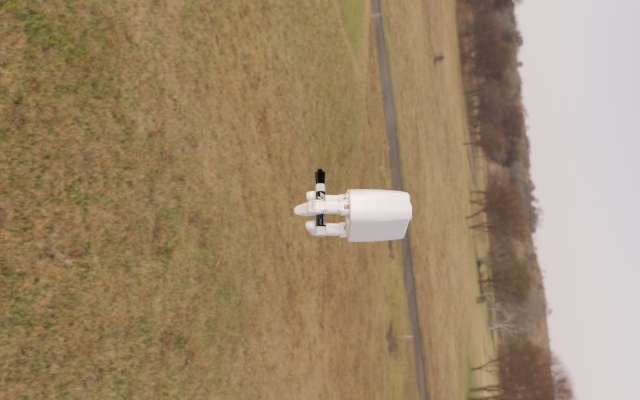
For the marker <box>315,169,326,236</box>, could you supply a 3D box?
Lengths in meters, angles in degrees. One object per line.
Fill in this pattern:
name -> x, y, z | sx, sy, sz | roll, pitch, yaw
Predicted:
marker -> 0.000, 0.003, 0.849 | 0.020, 0.121, 0.020 | -1, -13, 0
